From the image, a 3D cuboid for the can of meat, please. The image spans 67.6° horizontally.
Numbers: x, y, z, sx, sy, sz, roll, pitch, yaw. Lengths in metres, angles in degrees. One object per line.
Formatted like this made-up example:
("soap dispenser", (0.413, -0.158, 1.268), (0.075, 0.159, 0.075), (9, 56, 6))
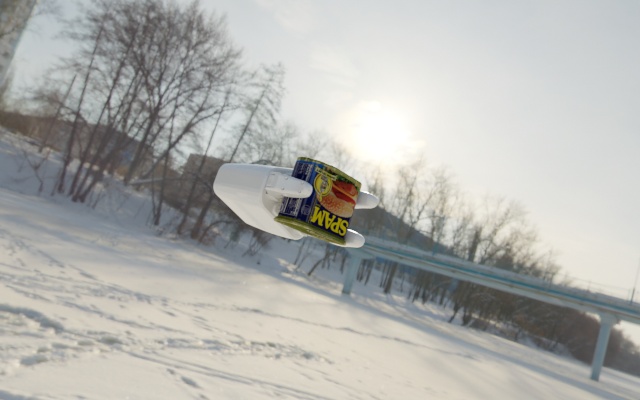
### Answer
("can of meat", (0.000, 0.002, 0.600), (0.057, 0.084, 0.102), (10, -12, 43))
